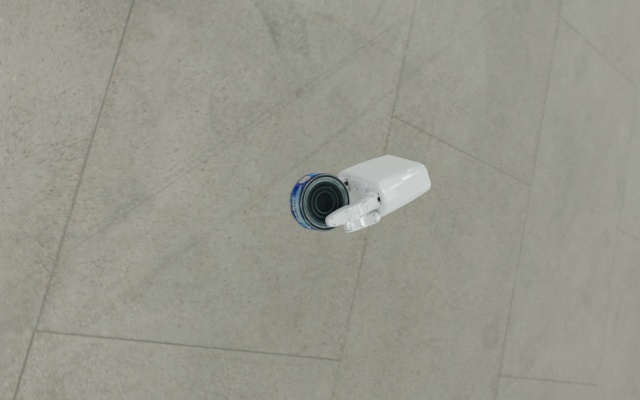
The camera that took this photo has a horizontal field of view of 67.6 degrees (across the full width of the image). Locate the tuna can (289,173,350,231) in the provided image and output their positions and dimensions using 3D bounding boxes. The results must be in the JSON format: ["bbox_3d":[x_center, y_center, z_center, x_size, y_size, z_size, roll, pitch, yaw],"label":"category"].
[{"bbox_3d":[0.000,0.002,0.700,0.086,0.086,0.034,0,3,-30],"label":"tuna can"}]
